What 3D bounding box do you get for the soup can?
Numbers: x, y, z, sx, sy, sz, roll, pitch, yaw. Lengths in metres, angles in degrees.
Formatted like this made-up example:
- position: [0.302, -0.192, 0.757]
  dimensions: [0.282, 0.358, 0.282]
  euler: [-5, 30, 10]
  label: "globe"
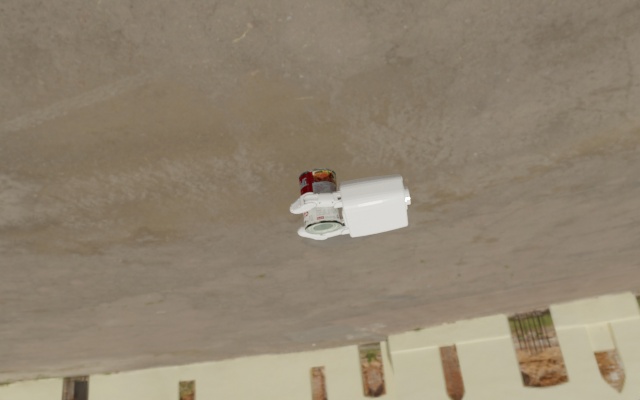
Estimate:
- position: [0.000, 0.003, 0.852]
  dimensions: [0.068, 0.102, 0.068]
  euler: [-6, -21, -2]
  label: "soup can"
